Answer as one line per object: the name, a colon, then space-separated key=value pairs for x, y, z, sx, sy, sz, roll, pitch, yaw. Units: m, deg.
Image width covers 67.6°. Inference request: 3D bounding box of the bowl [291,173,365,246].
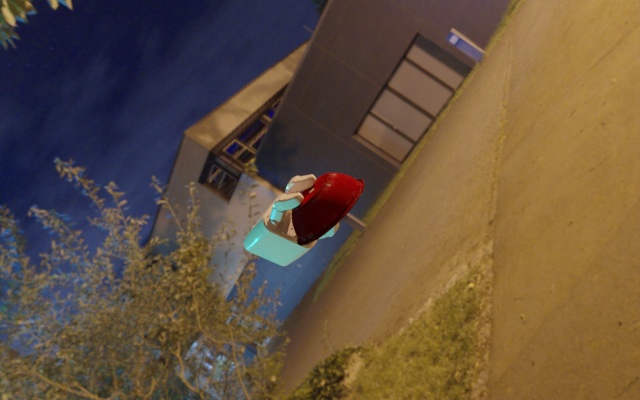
bowl: x=0.001 y=0.002 z=0.841 sx=0.055 sy=0.162 sz=0.162 roll=46 pitch=-14 yaw=-14
